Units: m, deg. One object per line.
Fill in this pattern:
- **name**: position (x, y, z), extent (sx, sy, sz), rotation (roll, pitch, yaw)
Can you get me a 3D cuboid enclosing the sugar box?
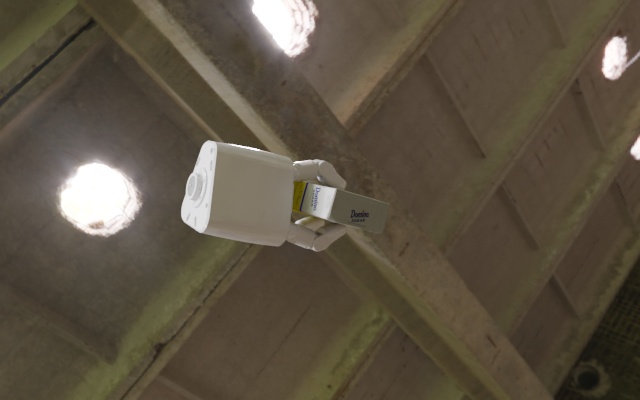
- **sugar box**: position (0.000, 0.003, 0.649), extent (0.093, 0.048, 0.176), rotation (15, 2, -35)
